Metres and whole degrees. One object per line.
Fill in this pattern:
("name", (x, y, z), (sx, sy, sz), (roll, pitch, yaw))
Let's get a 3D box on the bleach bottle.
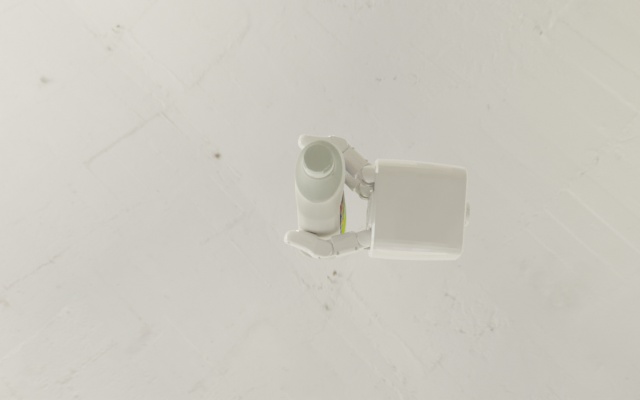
("bleach bottle", (0.000, 0.002, 0.576), (0.068, 0.102, 0.251), (4, -16, 3))
